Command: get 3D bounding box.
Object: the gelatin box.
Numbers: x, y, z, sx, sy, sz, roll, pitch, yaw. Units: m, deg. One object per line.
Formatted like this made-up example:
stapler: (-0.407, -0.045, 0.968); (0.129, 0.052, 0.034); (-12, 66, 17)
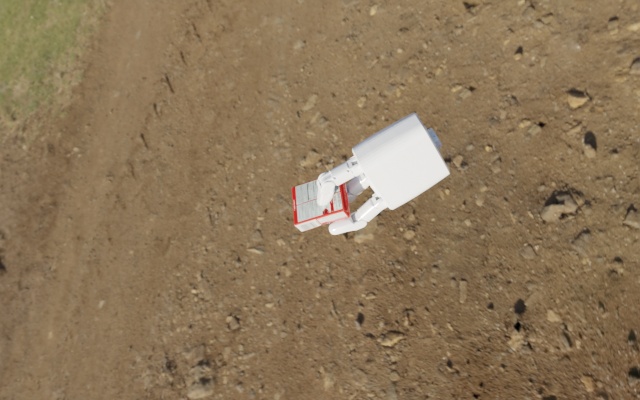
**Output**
gelatin box: (0.000, 0.002, 0.764); (0.089, 0.073, 0.030); (-18, -34, 17)
